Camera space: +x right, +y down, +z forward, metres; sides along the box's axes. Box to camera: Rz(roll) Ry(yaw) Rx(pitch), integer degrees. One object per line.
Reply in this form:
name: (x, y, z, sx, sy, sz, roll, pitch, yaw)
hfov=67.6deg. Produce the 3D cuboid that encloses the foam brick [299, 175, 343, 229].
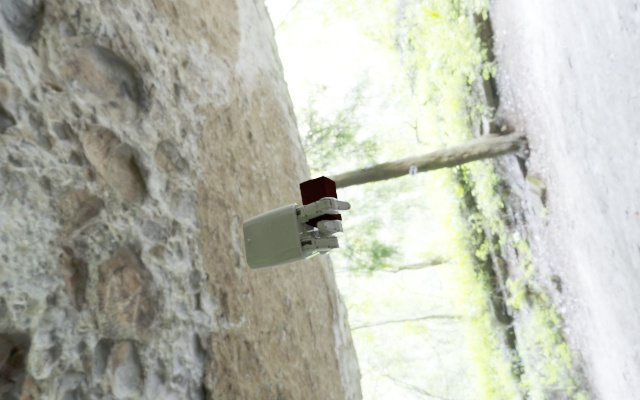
foam brick: (0.000, 0.003, 0.849, 0.051, 0.078, 0.053, -18, -20, 21)
